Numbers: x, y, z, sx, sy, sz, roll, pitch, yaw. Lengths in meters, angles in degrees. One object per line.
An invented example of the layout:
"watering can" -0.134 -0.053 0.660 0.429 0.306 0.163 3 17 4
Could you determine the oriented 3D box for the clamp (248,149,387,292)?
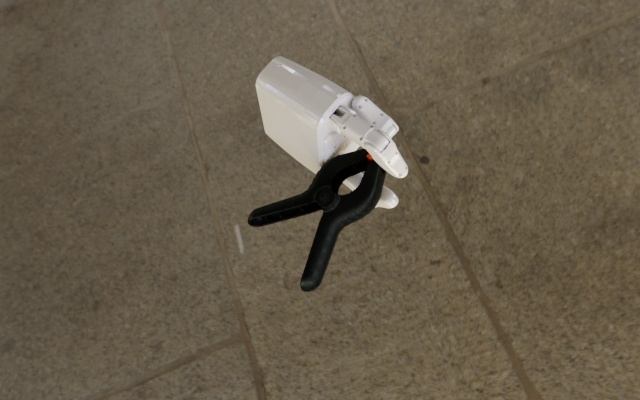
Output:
"clamp" 0.000 0.001 0.526 0.120 0.171 0.039 37 -8 24
